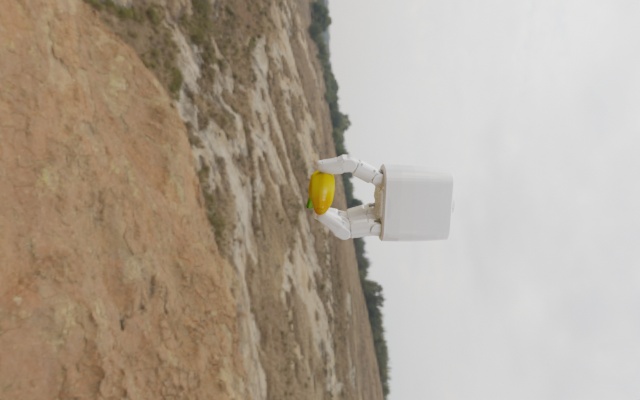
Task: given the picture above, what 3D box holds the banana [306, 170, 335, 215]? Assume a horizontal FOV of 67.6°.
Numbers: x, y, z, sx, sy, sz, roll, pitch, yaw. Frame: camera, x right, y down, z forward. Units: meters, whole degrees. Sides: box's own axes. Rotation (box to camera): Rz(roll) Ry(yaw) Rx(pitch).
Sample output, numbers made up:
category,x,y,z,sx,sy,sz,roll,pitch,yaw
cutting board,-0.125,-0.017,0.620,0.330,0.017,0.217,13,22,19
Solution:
category,x,y,z,sx,sy,sz,roll,pitch,yaw
banana,0.002,-0.016,0.745,0.037,0.069,0.198,6,1,-4
